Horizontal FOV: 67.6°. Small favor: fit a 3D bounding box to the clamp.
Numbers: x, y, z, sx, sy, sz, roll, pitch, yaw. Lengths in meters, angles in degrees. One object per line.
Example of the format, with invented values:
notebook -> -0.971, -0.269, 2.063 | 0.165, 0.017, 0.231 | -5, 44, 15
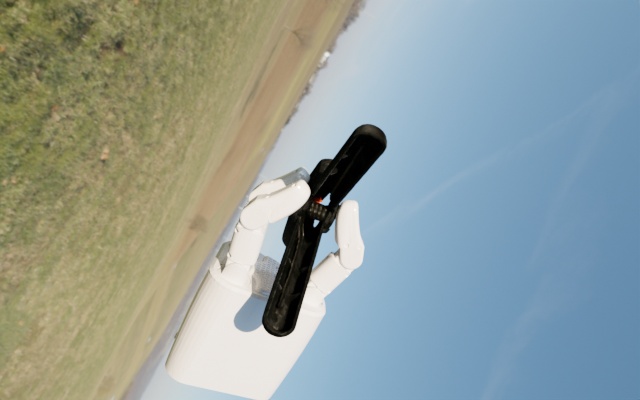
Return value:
clamp -> 0.001, 0.002, 0.417 | 0.036, 0.164, 0.210 | 27, 13, -8
